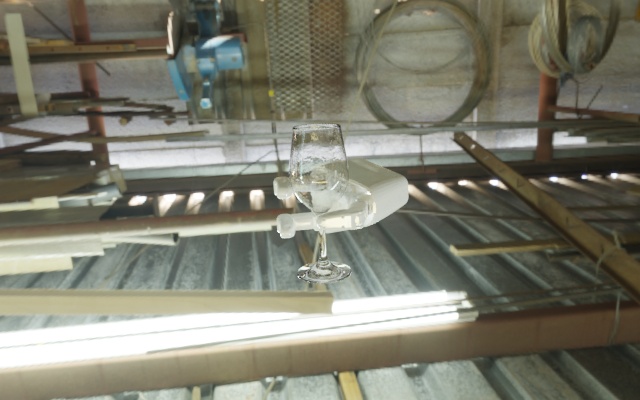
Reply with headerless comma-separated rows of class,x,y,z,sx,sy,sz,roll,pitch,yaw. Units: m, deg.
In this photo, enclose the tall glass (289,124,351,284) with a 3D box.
tall glass,0.000,0.003,0.629,0.079,0.201,0.079,-3,15,1
